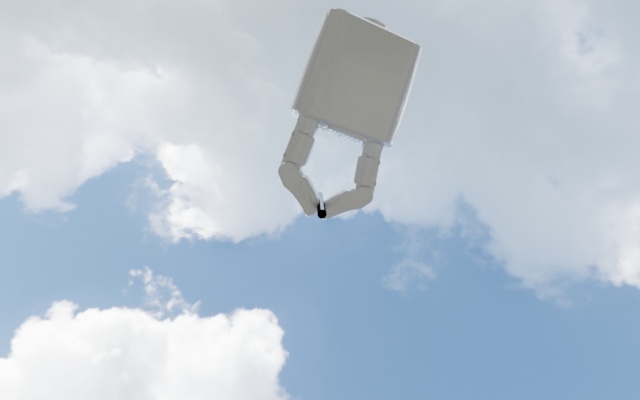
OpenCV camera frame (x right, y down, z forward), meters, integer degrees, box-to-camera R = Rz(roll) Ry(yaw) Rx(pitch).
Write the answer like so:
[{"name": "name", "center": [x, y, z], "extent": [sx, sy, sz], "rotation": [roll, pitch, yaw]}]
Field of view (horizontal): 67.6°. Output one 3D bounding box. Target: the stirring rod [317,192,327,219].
[{"name": "stirring rod", "center": [0.000, 0.002, 0.524], "extent": [0.011, 0.011, 0.239], "rotation": [0, 5, -1]}]
